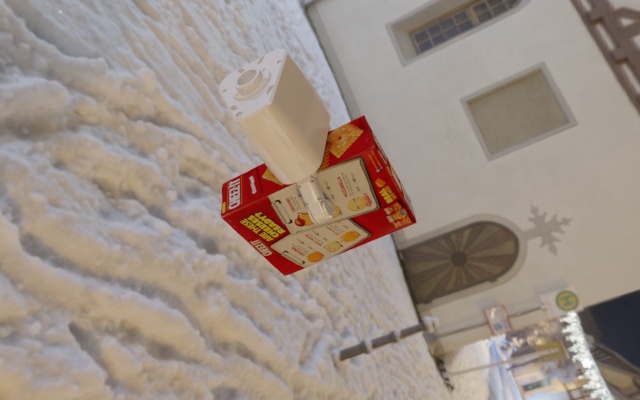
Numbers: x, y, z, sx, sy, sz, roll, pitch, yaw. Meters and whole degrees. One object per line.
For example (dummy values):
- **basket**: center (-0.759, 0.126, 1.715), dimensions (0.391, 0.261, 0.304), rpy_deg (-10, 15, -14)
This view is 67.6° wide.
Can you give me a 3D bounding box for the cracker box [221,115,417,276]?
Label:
- **cracker box**: center (0.000, 0.002, 0.648), dimensions (0.214, 0.072, 0.164), rpy_deg (-24, -45, 15)
